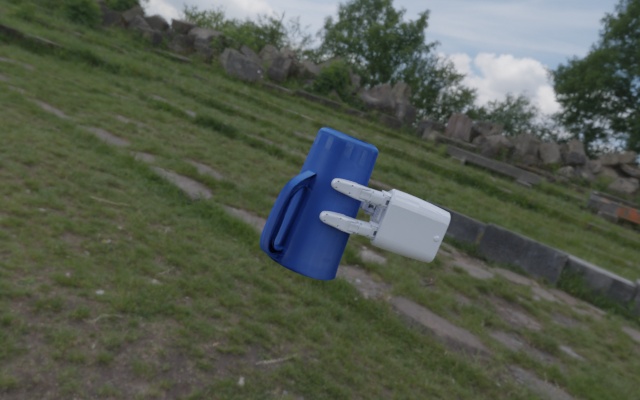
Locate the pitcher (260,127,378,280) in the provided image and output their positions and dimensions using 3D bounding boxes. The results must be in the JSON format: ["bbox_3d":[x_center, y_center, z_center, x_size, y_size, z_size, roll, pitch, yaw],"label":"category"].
[{"bbox_3d":[0.000,0.003,0.812,0.145,0.243,0.149,21,8,-3],"label":"pitcher"}]
